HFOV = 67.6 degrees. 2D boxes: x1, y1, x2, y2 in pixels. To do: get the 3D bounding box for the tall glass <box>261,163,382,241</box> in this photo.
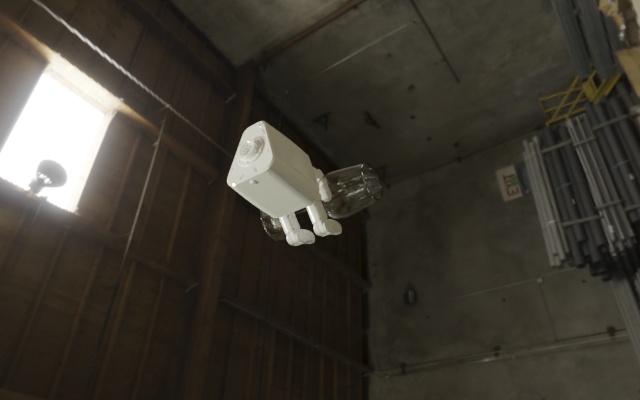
[{"bbox_3d":[0.000,0.003,0.787,0.201,0.079,0.079,-22,-11,29],"label":"tall glass"}]
